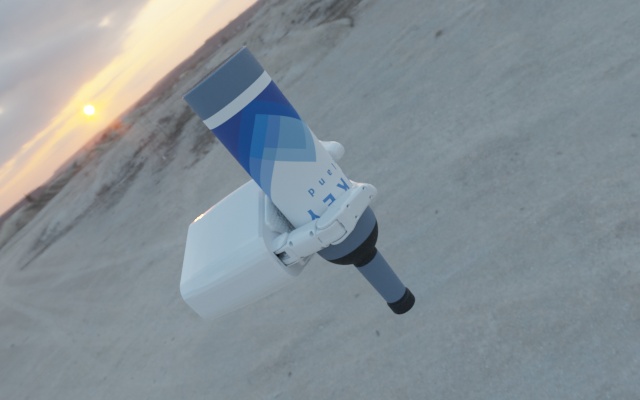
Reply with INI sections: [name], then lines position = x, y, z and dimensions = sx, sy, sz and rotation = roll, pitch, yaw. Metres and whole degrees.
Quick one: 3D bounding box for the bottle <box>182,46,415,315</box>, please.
[bottle]
position = 0.000, 0.001, 0.440
dimensions = 0.069, 0.296, 0.069
rotation = -33, 22, 15
